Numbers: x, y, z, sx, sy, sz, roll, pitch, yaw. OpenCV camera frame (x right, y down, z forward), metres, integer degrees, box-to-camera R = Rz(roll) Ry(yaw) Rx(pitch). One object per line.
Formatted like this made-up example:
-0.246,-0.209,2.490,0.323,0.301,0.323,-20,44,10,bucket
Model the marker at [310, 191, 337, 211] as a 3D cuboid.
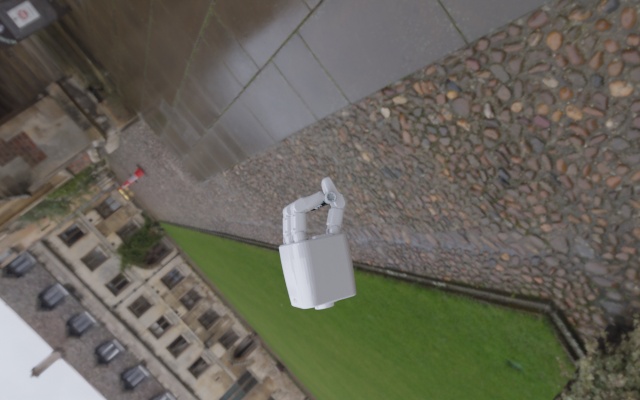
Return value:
0.000,0.003,0.835,0.020,0.020,0.121,0,-8,-17,marker
